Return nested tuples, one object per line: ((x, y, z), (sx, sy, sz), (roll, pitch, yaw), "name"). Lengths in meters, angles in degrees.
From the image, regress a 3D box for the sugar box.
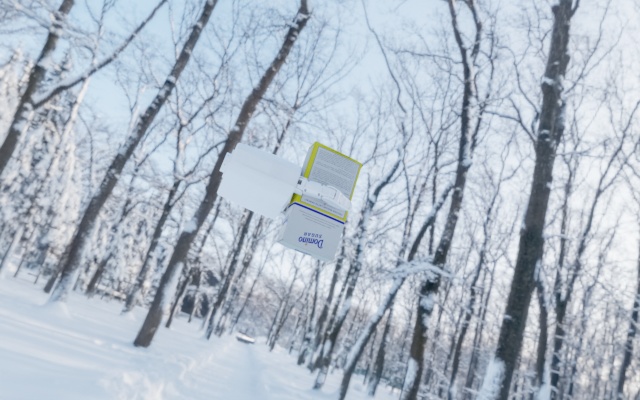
((0.000, 0.003, 0.781), (0.093, 0.176, 0.048), (24, -17, -14), "sugar box")
